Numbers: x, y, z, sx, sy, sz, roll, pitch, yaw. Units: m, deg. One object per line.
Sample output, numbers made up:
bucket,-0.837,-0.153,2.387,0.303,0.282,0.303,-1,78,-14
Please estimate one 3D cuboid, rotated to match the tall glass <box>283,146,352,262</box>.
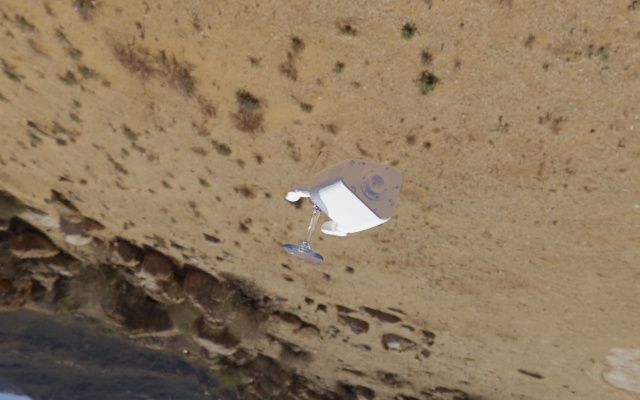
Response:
tall glass,0.000,0.003,0.855,0.079,0.201,0.079,16,-21,6
